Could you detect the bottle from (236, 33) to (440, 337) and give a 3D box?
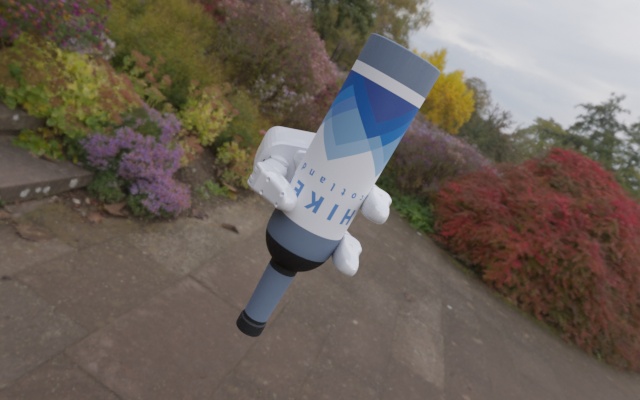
[{"bbox_3d":[0.000,0.001,0.432,0.069,0.296,0.069,28,15,-8],"label":"bottle"}]
